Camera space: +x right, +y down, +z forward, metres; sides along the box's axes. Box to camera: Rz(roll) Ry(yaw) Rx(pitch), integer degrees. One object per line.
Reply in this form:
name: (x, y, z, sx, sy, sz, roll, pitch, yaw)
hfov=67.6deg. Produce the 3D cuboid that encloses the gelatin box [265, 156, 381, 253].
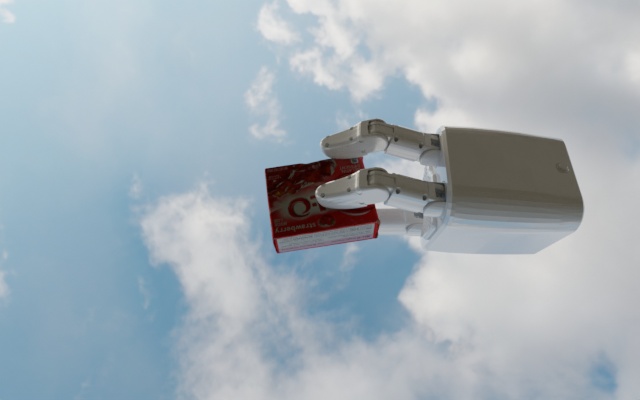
gelatin box: (0.000, 0.002, 0.409, 0.089, 0.073, 0.030, -9, -34, -3)
